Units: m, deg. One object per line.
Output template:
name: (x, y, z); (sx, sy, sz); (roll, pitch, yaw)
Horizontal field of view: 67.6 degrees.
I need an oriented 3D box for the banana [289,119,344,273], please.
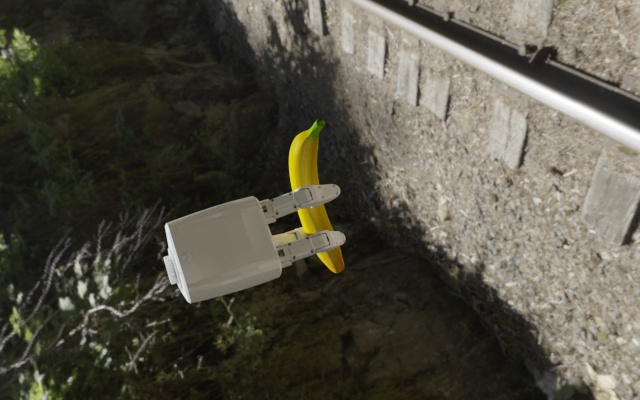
banana: (-0.009, -0.003, 0.620); (0.037, 0.198, 0.069); (-15, 12, -25)
